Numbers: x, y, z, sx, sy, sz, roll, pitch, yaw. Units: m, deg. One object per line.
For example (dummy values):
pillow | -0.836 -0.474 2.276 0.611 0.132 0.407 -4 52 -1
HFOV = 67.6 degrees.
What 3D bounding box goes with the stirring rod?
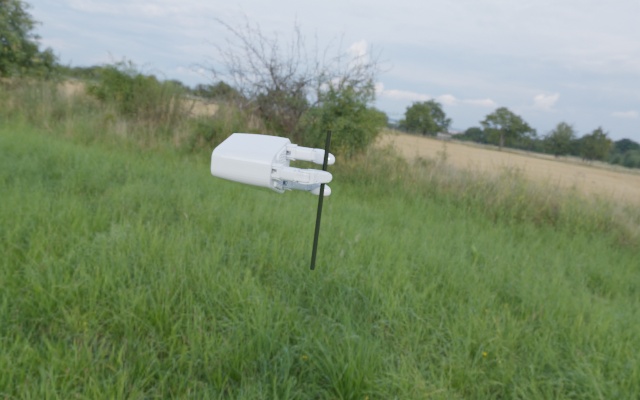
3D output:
stirring rod | 0.000 0.003 0.803 0.011 0.239 0.011 7 12 -1
